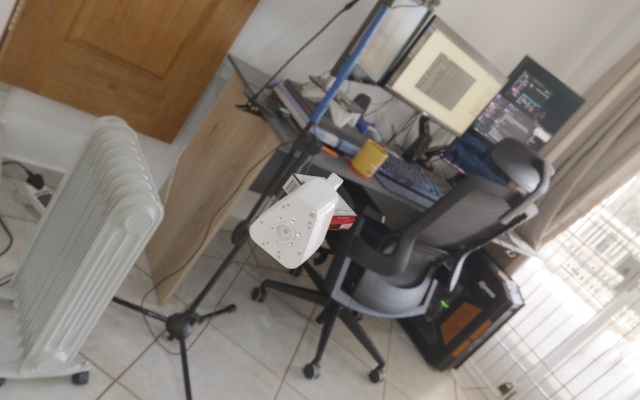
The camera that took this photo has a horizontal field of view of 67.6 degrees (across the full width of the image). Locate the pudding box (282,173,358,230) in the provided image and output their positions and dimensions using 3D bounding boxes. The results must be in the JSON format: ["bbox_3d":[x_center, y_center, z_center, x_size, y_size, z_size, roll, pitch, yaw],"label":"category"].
[{"bbox_3d":[0.000,0.003,0.842,0.090,0.039,0.113,5,40,-51],"label":"pudding box"}]
